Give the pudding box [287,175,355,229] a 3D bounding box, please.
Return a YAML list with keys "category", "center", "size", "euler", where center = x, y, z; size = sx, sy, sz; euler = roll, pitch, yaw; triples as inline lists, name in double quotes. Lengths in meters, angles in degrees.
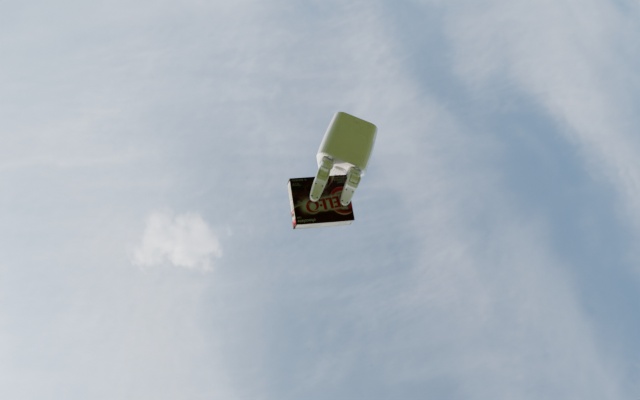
- category: "pudding box"
  center: [0.000, 0.003, 0.878]
  size: [0.113, 0.090, 0.039]
  euler: [-5, -19, -13]
